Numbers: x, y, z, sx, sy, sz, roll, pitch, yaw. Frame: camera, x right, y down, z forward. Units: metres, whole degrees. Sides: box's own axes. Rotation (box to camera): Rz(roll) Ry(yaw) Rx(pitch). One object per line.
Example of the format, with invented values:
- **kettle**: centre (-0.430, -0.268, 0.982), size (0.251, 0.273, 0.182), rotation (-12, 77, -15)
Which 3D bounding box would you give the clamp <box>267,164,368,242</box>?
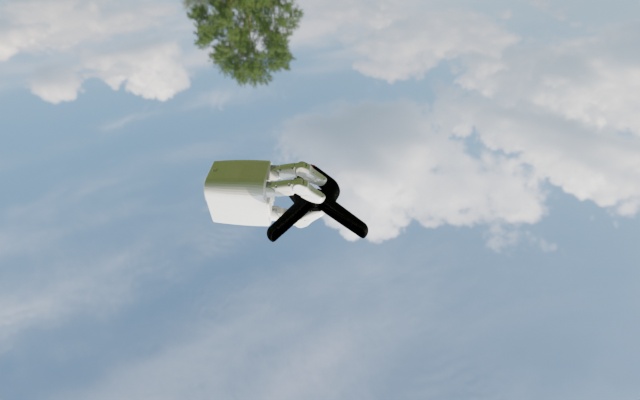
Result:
- **clamp**: centre (0.000, 0.003, 0.845), size (0.164, 0.036, 0.209), rotation (3, 36, 2)
